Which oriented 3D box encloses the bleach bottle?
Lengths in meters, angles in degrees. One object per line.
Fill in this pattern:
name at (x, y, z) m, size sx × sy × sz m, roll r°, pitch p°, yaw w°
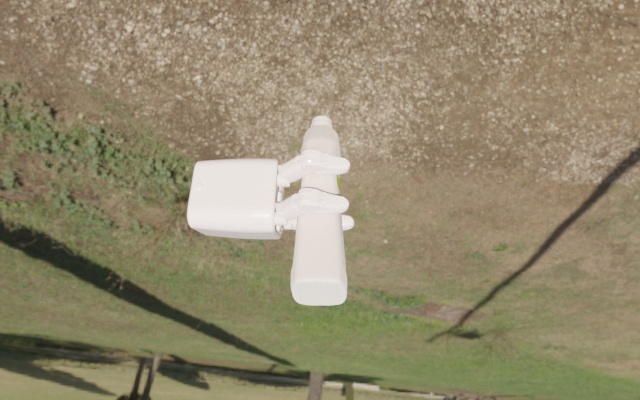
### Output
bleach bottle at (0.000, 0.002, 0.628) m, size 0.068 × 0.250 × 0.103 m, roll 0°, pitch -29°, yaw 2°
